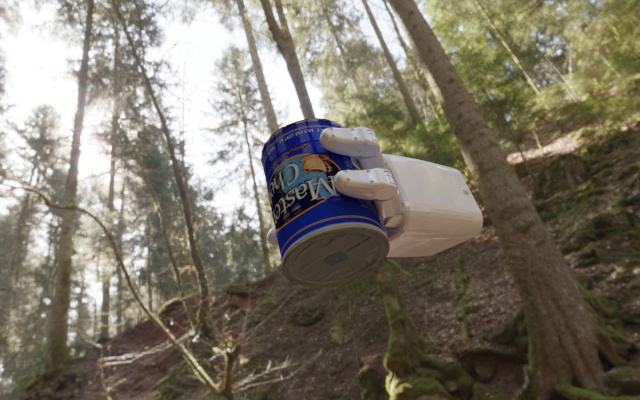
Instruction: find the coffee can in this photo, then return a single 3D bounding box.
[{"bbox_3d":[0.000,0.002,0.484,0.103,0.140,0.103,-10,-36,-8],"label":"coffee can"}]
